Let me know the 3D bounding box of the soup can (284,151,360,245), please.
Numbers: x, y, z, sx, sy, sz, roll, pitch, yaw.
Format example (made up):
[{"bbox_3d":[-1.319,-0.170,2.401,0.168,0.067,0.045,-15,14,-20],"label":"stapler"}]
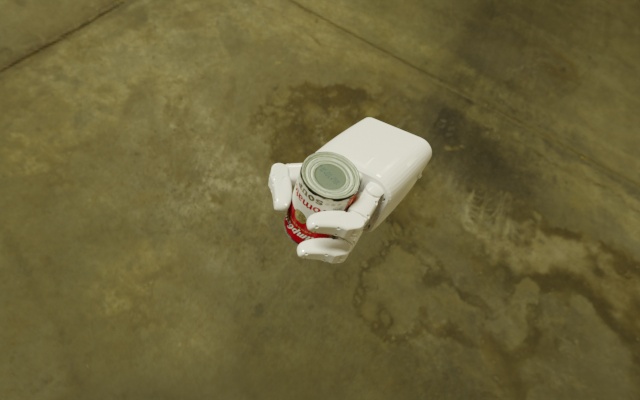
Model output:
[{"bbox_3d":[0.000,0.002,0.544,0.068,0.068,0.102,0,-36,-16],"label":"soup can"}]
